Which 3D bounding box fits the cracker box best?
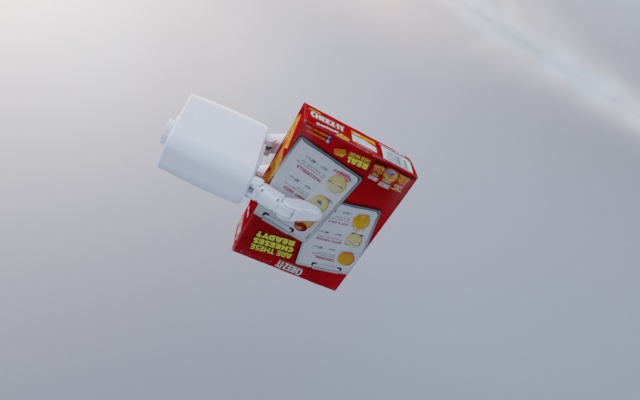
[{"bbox_3d":[0.000,0.002,0.643,0.164,0.214,0.072,24,28,-15],"label":"cracker box"}]
